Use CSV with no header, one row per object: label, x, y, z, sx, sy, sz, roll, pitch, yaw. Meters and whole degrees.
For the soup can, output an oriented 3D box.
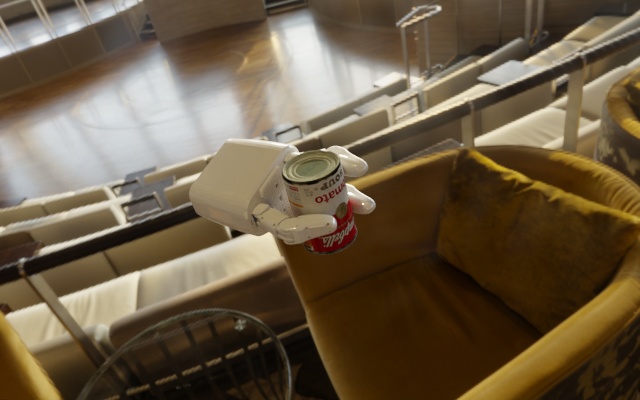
soup can,0.000,0.002,0.544,0.068,0.102,0.068,-10,35,7
